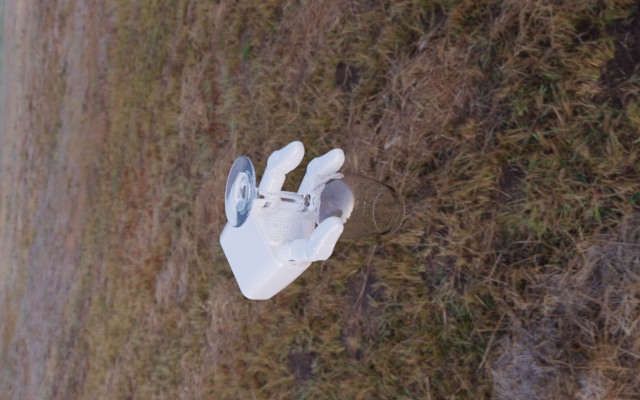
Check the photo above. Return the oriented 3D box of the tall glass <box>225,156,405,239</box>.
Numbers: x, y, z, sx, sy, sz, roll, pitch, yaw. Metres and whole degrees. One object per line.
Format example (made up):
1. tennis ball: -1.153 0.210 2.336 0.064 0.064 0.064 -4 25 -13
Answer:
1. tall glass: 0.000 0.002 0.540 0.201 0.079 0.079 7 -4 -31
